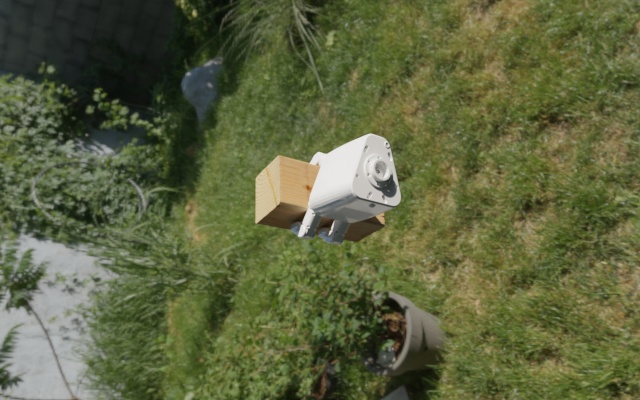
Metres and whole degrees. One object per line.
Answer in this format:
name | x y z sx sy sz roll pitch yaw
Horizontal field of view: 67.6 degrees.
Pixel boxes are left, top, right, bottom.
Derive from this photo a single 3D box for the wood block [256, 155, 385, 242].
wood block | 0.000 0.002 0.827 0.206 0.090 0.090 13 -31 -30
